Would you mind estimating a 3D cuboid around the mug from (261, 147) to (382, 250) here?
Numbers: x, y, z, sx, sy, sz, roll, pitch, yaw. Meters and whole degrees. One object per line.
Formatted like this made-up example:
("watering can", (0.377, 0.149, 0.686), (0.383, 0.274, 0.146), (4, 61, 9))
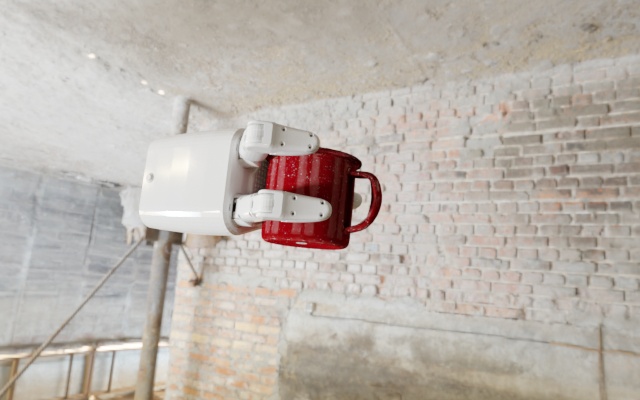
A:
("mug", (0.001, 0.002, 0.436), (0.117, 0.081, 0.093), (1, -11, 25))
